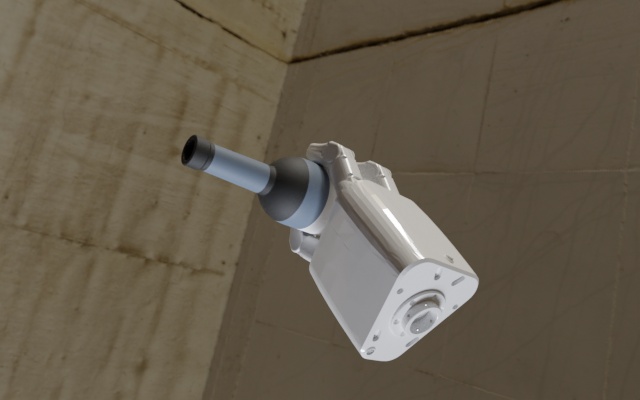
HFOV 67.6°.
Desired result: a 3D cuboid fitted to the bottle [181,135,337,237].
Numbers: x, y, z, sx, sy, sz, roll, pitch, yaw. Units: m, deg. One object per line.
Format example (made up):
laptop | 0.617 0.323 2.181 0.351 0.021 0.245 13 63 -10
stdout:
bottle | 0.000 0.002 0.483 0.296 0.069 0.069 22 -14 -37
